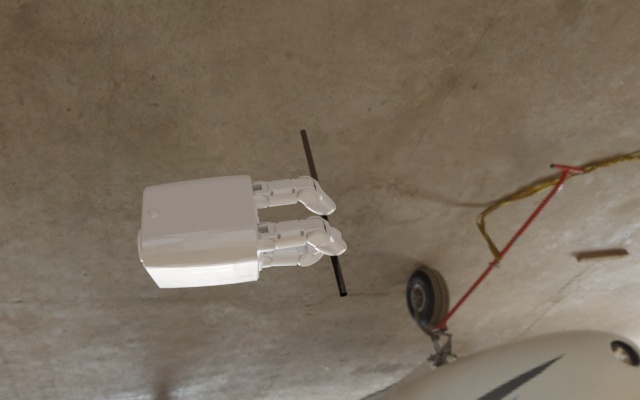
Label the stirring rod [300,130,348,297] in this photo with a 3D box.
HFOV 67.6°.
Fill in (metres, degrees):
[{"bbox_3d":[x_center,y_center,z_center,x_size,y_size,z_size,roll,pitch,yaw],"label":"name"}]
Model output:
[{"bbox_3d":[0.000,0.002,0.544,0.011,0.239,0.011,-8,-39,-7],"label":"stirring rod"}]
